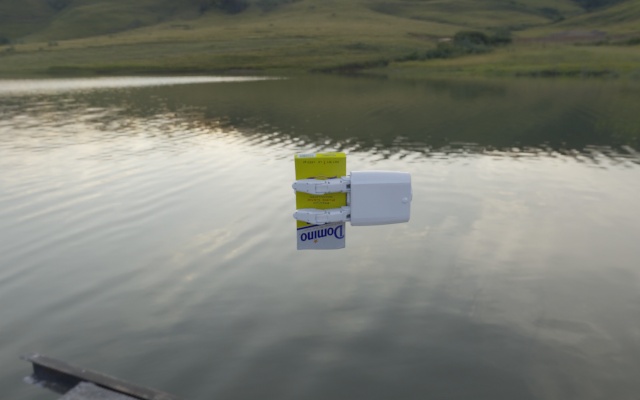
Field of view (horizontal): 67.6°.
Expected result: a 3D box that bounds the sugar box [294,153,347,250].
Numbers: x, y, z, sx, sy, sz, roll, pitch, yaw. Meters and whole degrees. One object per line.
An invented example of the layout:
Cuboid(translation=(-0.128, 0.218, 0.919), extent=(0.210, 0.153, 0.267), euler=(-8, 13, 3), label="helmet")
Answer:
Cuboid(translation=(0.000, 0.003, 0.870), extent=(0.093, 0.176, 0.048), euler=(-2, 16, -1), label="sugar box")
